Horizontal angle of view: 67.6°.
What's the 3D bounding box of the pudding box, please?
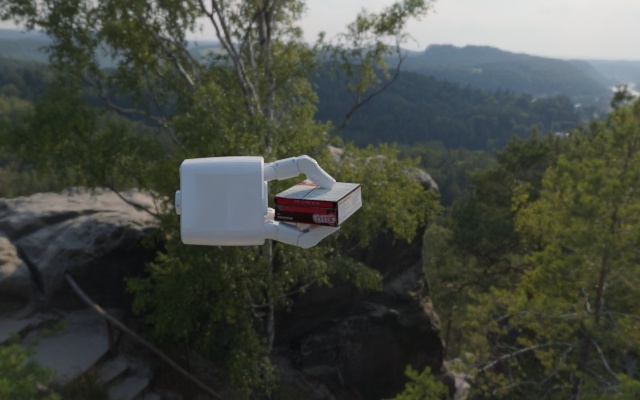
[{"bbox_3d":[0.000,0.002,0.650,0.090,0.039,0.113,6,17,21],"label":"pudding box"}]
